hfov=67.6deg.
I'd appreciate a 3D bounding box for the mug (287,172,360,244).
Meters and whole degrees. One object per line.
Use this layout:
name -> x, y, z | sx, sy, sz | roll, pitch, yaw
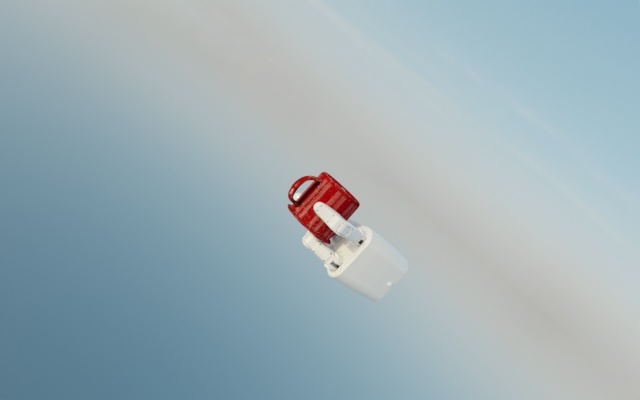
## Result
mug -> -0.001, 0.002, 0.753 | 0.117, 0.081, 0.093 | 38, 7, -33
